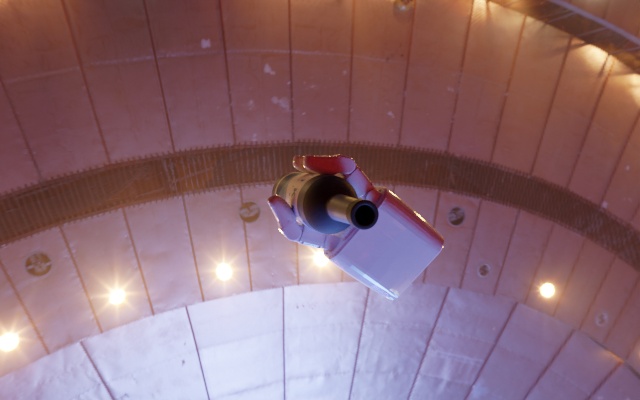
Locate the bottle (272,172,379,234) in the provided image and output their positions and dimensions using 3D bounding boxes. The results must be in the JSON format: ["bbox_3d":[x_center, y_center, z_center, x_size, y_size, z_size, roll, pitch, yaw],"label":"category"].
[{"bbox_3d":[0.000,0.002,0.570,0.069,0.069,0.295,0,4,-16],"label":"bottle"}]
